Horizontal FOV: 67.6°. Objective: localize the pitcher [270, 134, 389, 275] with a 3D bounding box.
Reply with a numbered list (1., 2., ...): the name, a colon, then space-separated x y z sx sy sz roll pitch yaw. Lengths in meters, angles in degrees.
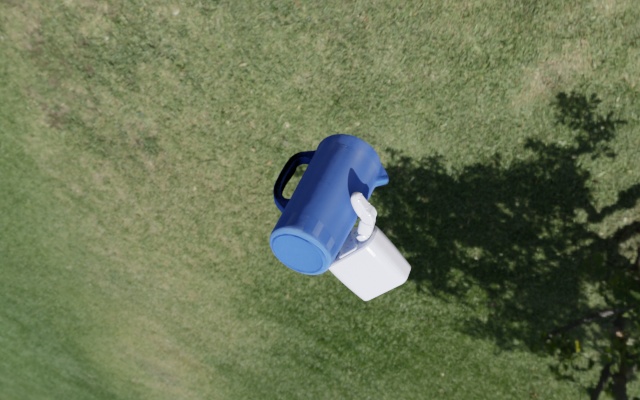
1. pitcher: 0.000 0.003 0.828 0.149 0.145 0.242 -24 27 44
